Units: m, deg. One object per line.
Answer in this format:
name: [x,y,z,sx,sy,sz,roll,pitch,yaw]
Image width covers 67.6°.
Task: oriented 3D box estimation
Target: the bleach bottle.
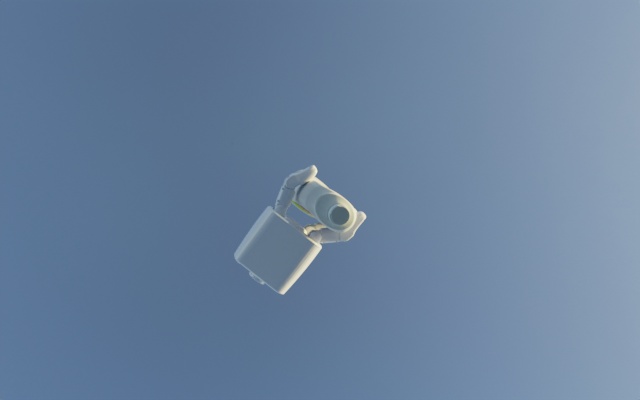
bleach bottle: [0.000,0.003,0.817,0.102,0.068,0.251,37,-1,-12]
